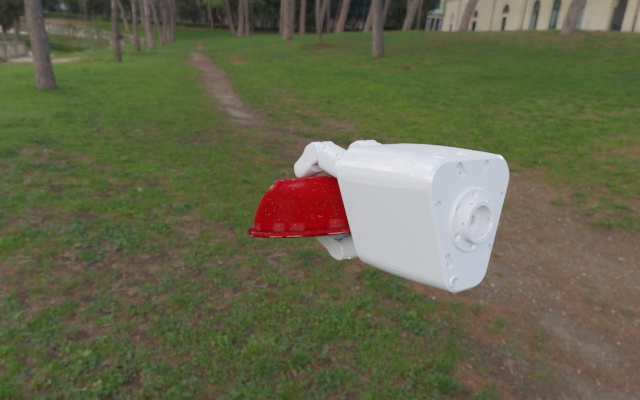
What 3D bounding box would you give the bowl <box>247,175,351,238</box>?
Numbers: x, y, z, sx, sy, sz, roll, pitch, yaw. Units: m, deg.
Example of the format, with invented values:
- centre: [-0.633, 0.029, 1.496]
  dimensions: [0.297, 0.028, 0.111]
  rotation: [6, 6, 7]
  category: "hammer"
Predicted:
- centre: [-0.001, 0.001, 0.511]
  dimensions: [0.162, 0.055, 0.162]
  rotation: [-5, 3, 0]
  category: "bowl"
